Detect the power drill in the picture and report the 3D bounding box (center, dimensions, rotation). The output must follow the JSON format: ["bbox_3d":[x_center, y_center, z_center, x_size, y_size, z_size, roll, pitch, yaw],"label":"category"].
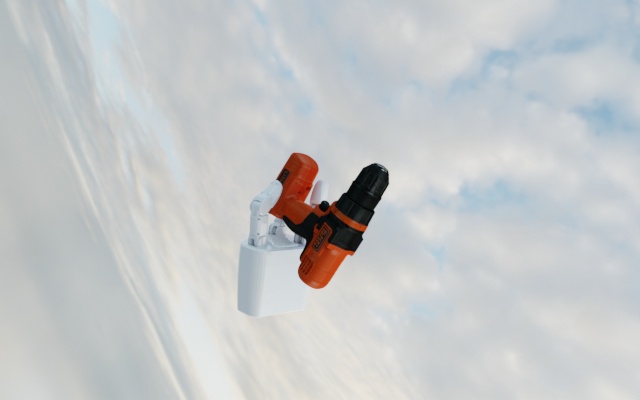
[{"bbox_3d":[0.000,0.002,0.667,0.057,0.184,0.187,25,13,-36],"label":"power drill"}]
